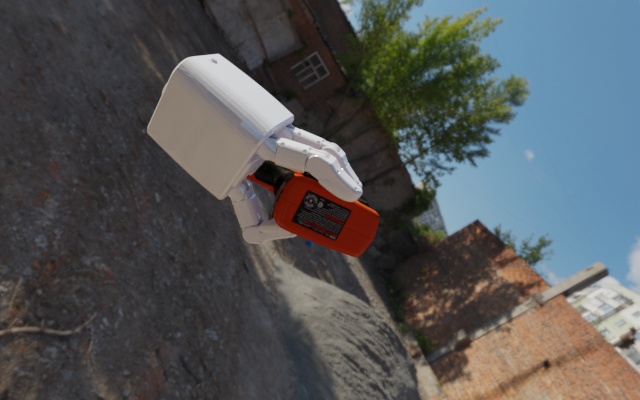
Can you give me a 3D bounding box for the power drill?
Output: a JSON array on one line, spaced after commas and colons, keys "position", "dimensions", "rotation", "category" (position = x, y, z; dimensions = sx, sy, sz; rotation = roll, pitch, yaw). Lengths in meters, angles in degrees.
[{"position": [0.000, 0.002, 0.554], "dimensions": [0.184, 0.057, 0.187], "rotation": [23, 7, -18], "category": "power drill"}]
